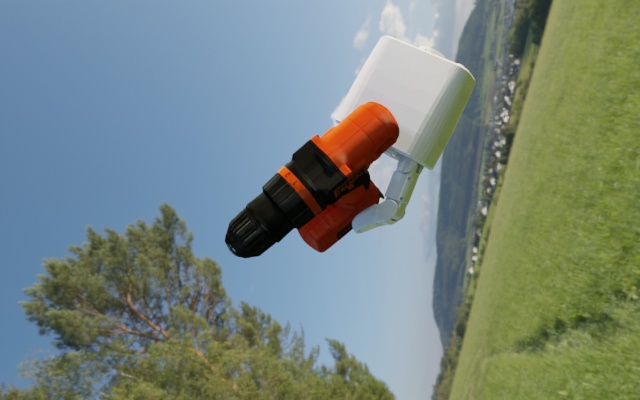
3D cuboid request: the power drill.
[{"bbox_3d":[0.000,0.001,0.483,0.184,0.057,0.188,-39,-14,-5],"label":"power drill"}]
